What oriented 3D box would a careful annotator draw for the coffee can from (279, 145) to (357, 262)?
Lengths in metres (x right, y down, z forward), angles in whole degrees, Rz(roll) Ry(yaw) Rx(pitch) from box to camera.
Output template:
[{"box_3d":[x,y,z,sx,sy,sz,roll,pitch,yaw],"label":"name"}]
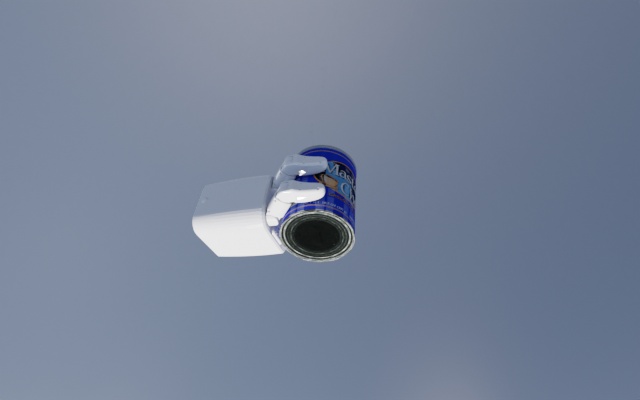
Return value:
[{"box_3d":[0.000,0.002,0.689,0.103,0.103,0.140,0,43,6],"label":"coffee can"}]
